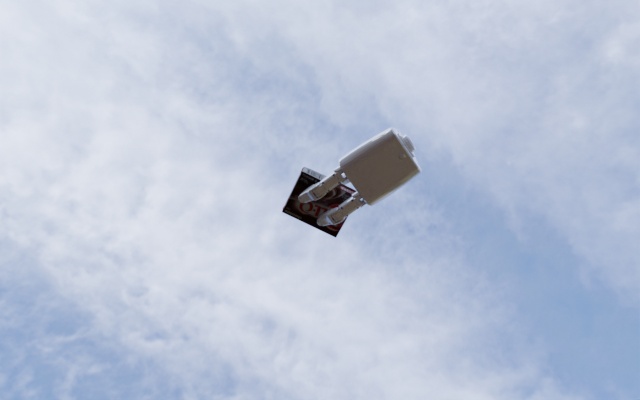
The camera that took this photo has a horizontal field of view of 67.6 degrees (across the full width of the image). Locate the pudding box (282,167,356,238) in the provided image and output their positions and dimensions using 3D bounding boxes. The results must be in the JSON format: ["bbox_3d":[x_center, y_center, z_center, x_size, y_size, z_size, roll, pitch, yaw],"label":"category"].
[{"bbox_3d":[0.000,0.003,0.863,0.113,0.090,0.039,26,22,-3],"label":"pudding box"}]
